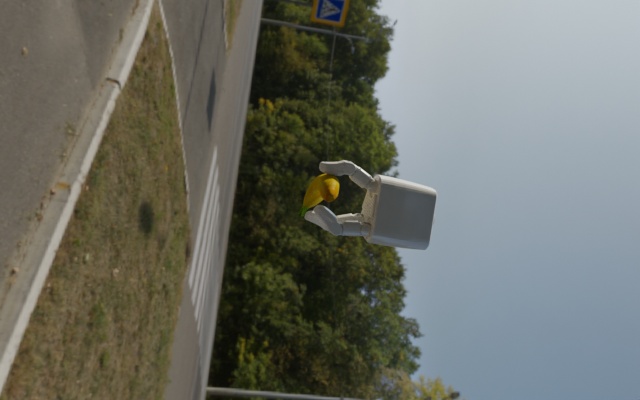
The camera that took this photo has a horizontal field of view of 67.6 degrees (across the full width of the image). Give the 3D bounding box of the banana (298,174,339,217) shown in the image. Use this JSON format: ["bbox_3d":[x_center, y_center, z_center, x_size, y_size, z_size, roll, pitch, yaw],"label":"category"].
[{"bbox_3d":[0.004,-0.014,0.833,0.037,0.069,0.198,16,-14,-10],"label":"banana"}]
